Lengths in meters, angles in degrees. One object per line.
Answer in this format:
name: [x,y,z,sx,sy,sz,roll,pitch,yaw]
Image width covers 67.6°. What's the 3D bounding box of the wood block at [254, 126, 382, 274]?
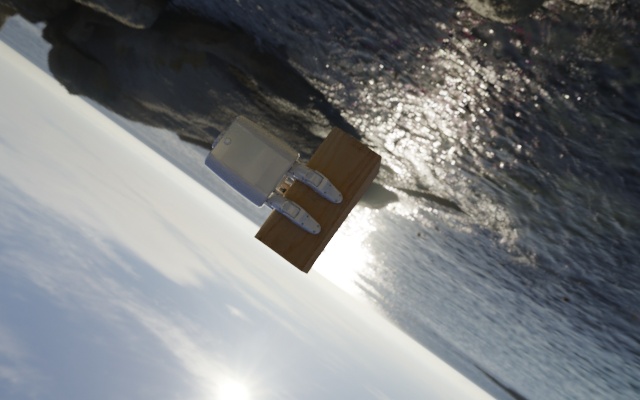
wood block: [0.000,0.002,0.741,0.090,0.206,0.091,35,-7,9]
